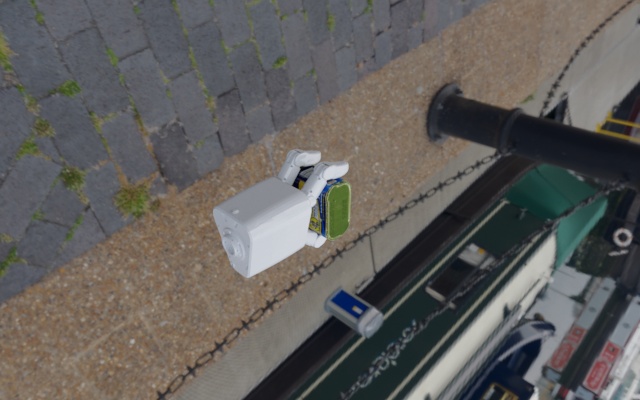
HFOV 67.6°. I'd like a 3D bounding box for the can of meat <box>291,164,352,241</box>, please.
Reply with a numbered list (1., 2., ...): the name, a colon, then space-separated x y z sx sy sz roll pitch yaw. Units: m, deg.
1. can of meat: 0.000 0.003 0.746 0.057 0.102 0.084 -26 39 -36
